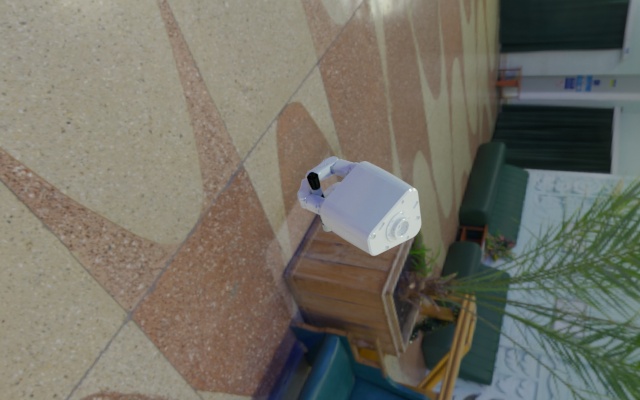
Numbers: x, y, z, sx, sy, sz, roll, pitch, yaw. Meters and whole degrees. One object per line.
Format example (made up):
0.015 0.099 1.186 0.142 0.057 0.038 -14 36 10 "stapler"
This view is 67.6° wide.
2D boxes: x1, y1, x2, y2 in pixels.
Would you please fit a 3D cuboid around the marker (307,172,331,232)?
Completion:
0.000 0.003 0.775 0.020 0.121 0.020 -10 40 9 "marker"
